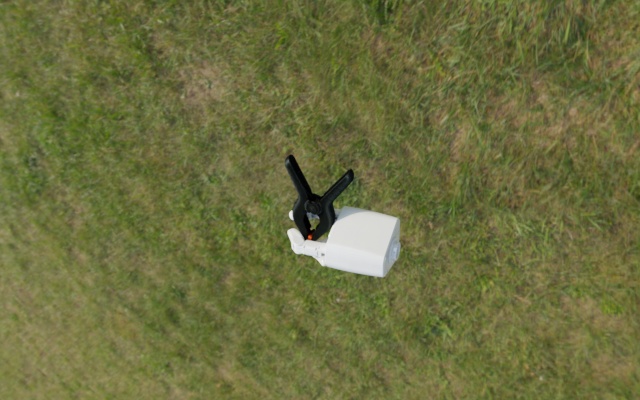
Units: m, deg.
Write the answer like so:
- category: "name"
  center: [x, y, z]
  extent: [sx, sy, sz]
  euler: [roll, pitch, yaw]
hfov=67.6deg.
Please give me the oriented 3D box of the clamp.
- category: "clamp"
  center: [0.000, 0.003, 0.835]
  extent: [0.120, 0.172, 0.039]
  euler: [10, 35, 20]
